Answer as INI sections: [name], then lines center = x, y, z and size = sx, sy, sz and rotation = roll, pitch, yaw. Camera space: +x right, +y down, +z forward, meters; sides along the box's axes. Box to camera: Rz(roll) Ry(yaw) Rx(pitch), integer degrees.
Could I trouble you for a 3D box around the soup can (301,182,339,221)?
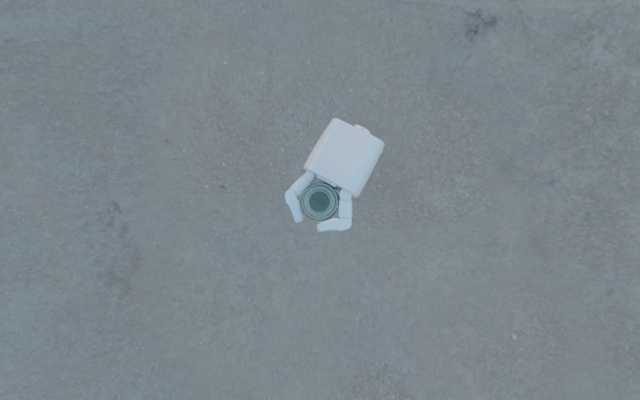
[soup can]
center = 0.000, 0.003, 0.867
size = 0.068, 0.068, 0.102
rotation = 0, -1, 2
